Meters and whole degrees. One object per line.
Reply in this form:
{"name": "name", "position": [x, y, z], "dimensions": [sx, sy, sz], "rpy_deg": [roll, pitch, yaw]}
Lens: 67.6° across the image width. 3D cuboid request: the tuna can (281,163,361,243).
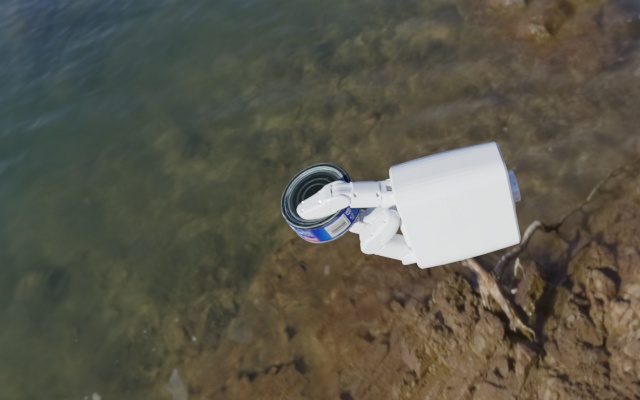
{"name": "tuna can", "position": [0.000, 0.001, 0.527], "dimensions": [0.086, 0.086, 0.034], "rpy_deg": [0, -30, 28]}
